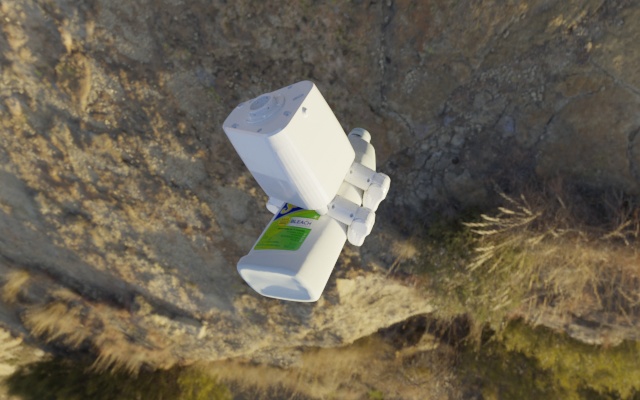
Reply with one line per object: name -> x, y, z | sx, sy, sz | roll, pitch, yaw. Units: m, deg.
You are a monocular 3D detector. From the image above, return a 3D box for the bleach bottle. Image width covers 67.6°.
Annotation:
bleach bottle -> 0.000, 0.002, 0.597 | 0.102, 0.250, 0.068 | -1, -43, 35
